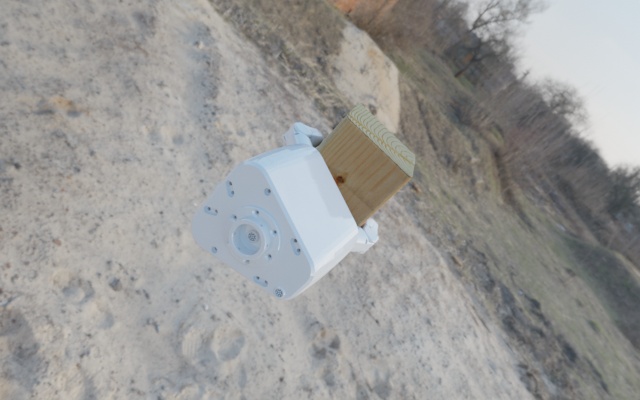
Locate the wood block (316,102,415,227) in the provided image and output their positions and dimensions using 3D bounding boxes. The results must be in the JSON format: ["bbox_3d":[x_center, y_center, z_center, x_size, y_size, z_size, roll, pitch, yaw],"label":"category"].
[{"bbox_3d":[0.000,0.002,0.539,0.206,0.091,0.090,-45,5,23],"label":"wood block"}]
